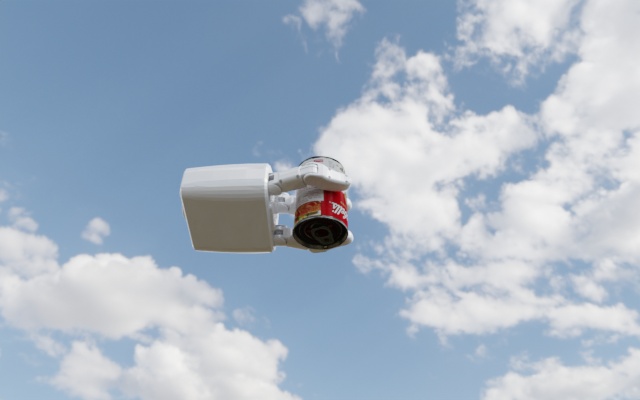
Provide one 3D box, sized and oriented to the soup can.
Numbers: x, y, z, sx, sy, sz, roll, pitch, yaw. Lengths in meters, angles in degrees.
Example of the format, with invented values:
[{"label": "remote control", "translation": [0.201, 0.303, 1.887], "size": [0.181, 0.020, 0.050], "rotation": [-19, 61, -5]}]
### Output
[{"label": "soup can", "translation": [0.001, 0.002, 0.609], "size": [0.068, 0.102, 0.069], "rotation": [0, -40, 0]}]
